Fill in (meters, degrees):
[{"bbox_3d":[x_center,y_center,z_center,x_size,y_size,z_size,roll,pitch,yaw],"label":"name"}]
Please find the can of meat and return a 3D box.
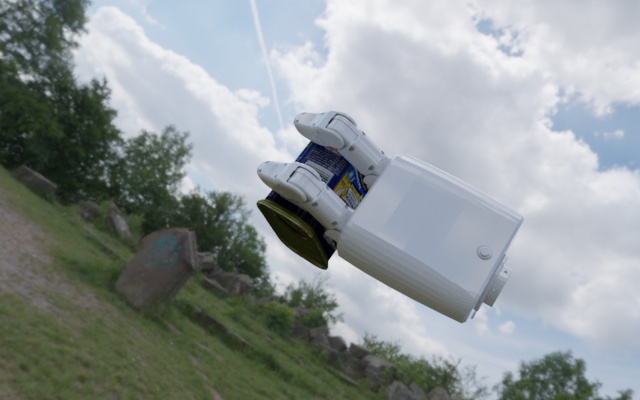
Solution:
[{"bbox_3d":[0.000,0.001,0.424,0.057,0.084,0.102,29,-18,25],"label":"can of meat"}]
